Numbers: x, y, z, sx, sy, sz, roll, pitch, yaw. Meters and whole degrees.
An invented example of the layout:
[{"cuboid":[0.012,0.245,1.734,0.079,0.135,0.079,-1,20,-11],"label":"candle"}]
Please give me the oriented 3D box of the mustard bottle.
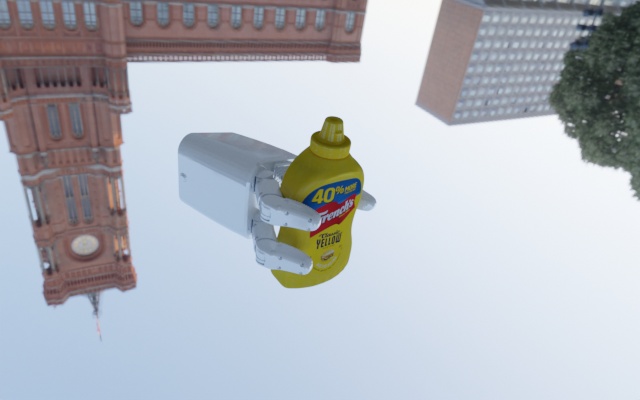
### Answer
[{"cuboid":[0.000,0.002,0.508,0.096,0.192,0.058,-14,39,-32],"label":"mustard bottle"}]
